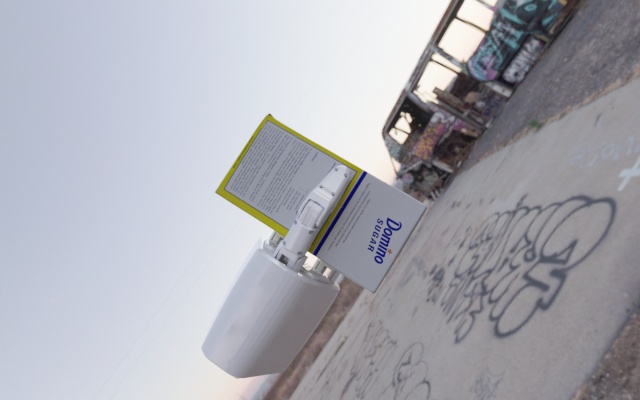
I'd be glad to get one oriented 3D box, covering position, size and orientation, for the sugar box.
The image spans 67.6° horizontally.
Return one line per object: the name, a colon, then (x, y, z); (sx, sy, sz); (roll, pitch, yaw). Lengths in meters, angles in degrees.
sugar box: (0.000, 0.002, 0.452); (0.176, 0.093, 0.048); (32, -2, 9)
